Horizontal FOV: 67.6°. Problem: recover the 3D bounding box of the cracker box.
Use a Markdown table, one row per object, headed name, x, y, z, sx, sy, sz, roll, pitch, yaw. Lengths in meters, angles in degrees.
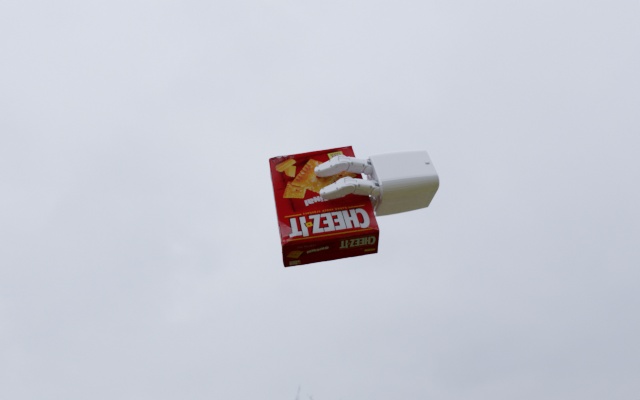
| name | x | y | z | sx | sy | sz | roll | pitch | yaw |
| --- | --- | --- | --- | --- | --- | --- | --- | --- | --- |
| cracker box | 0.000 | 0.003 | 0.850 | 0.164 | 0.213 | 0.072 | -8 | -42 | -6 |
